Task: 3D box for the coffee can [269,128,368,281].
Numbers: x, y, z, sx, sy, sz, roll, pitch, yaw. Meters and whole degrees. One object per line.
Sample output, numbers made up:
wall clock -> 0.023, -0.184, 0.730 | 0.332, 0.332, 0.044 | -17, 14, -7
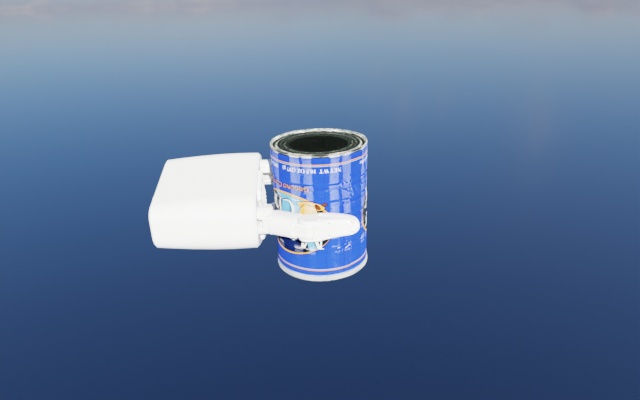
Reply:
coffee can -> 0.000, 0.002, 0.523 | 0.103, 0.140, 0.102 | -2, 23, 1
